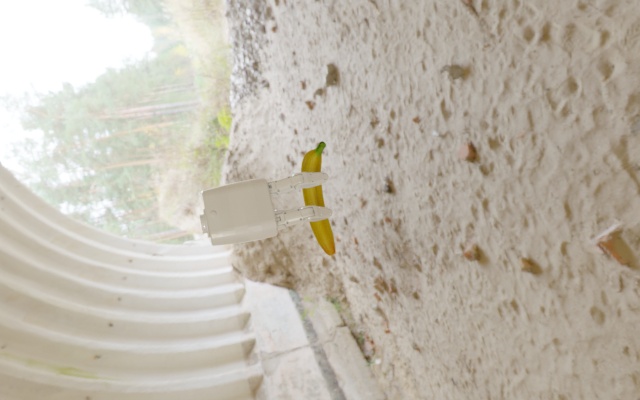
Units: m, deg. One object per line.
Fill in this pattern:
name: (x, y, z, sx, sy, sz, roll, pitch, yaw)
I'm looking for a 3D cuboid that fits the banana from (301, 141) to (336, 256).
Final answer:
banana: (-0.007, -0.003, 0.837, 0.037, 0.198, 0.069, -10, 10, -19)
